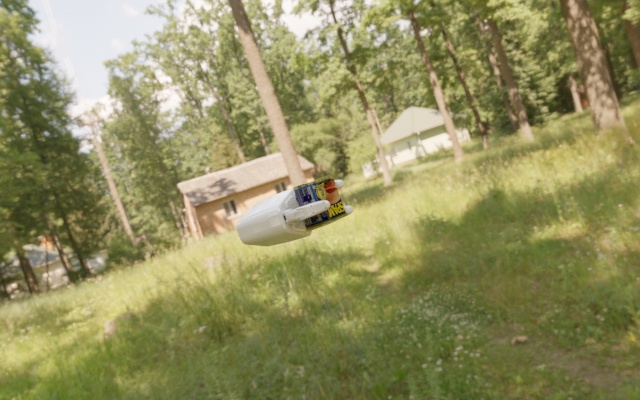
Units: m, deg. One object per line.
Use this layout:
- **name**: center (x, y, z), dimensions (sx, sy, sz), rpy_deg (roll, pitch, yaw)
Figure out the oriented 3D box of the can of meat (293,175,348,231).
- **can of meat**: center (0.000, 0.003, 0.892), dimensions (0.057, 0.084, 0.102), rpy_deg (-19, 1, 27)
